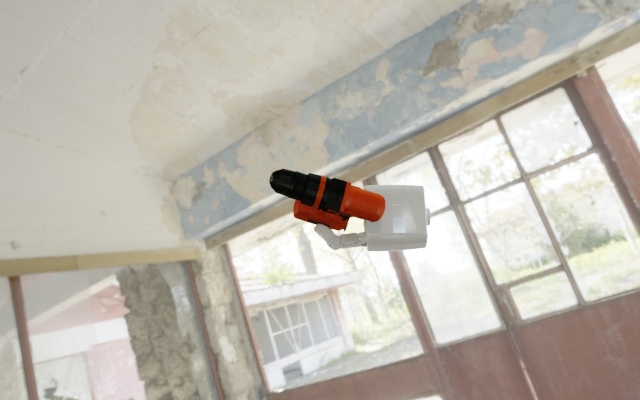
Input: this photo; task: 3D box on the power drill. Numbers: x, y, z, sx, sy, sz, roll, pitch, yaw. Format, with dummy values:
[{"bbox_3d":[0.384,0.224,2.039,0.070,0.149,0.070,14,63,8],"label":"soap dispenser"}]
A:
[{"bbox_3d":[0.000,0.003,0.804,0.184,0.057,0.188,17,-10,-6],"label":"power drill"}]
